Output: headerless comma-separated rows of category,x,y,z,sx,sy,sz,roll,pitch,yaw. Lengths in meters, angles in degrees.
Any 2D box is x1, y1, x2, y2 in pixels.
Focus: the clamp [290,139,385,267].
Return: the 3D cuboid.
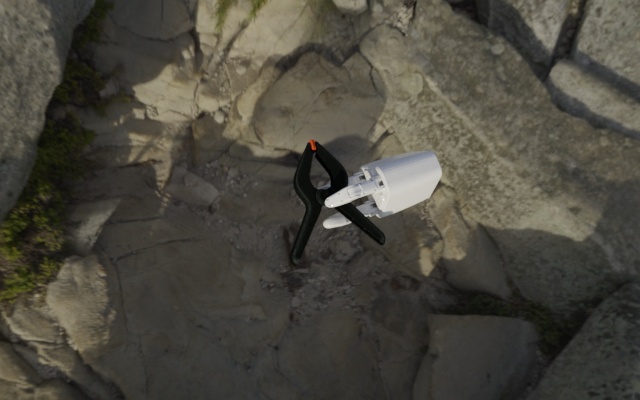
clamp,0.000,0.002,0.801,0.164,0.210,0.036,-19,-8,-14
